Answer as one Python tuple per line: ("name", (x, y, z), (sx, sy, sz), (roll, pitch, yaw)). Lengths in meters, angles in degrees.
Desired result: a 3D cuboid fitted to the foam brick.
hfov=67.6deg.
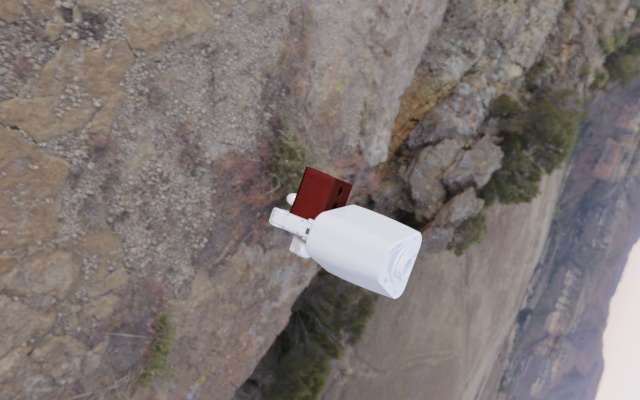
("foam brick", (0.000, 0.002, 0.646), (0.051, 0.078, 0.053), (21, 1, 32))
